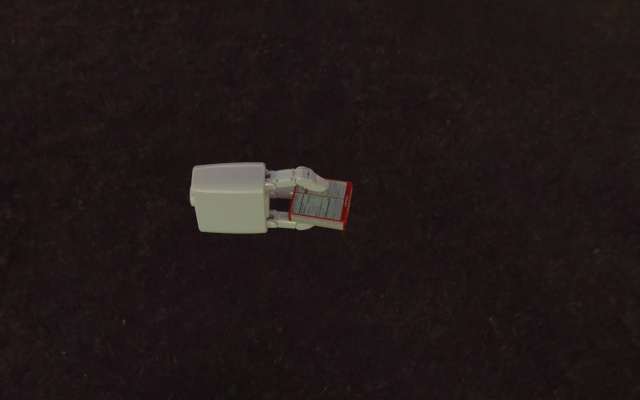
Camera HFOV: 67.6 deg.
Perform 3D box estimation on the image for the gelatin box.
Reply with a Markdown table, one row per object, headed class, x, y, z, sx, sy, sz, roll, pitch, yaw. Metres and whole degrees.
| class | x | y | z | sx | sy | sz | roll | pitch | yaw |
| --- | --- | --- | --- | --- | --- | --- | --- | --- | --- |
| gelatin box | 0.000 | 0.002 | 0.738 | 0.089 | 0.073 | 0.030 | 8 | -31 | 6 |
